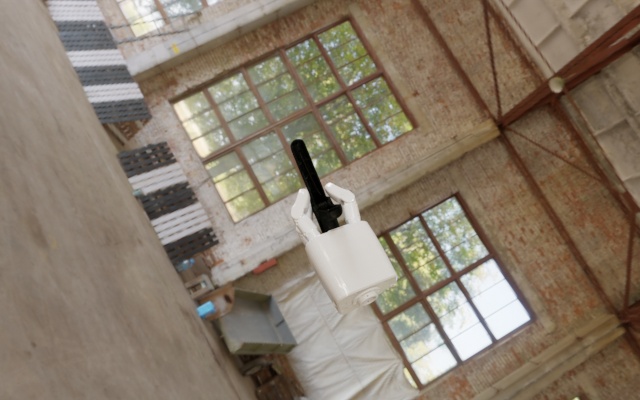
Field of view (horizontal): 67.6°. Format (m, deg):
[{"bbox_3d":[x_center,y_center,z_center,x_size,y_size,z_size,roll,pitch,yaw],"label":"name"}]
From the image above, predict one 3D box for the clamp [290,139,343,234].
[{"bbox_3d":[0.001,0.003,0.816,0.036,0.164,0.210,-24,-28,-6],"label":"clamp"}]
